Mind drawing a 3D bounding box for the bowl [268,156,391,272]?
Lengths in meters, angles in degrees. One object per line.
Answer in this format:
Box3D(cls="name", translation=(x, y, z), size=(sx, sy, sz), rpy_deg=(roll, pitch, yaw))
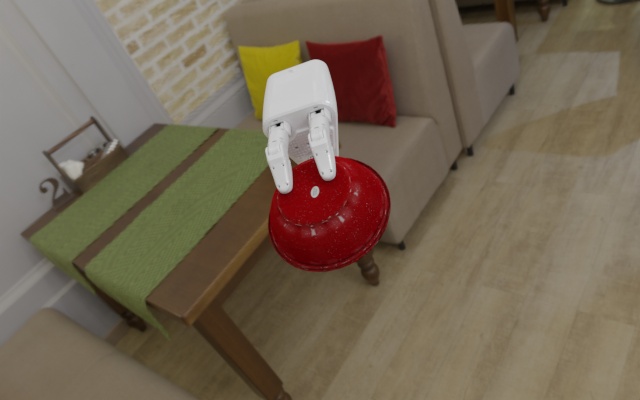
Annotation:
Box3D(cls="bowl", translation=(0.000, 0.003, 0.577), size=(0.162, 0.162, 0.055), rpy_deg=(0, -29, 22))
